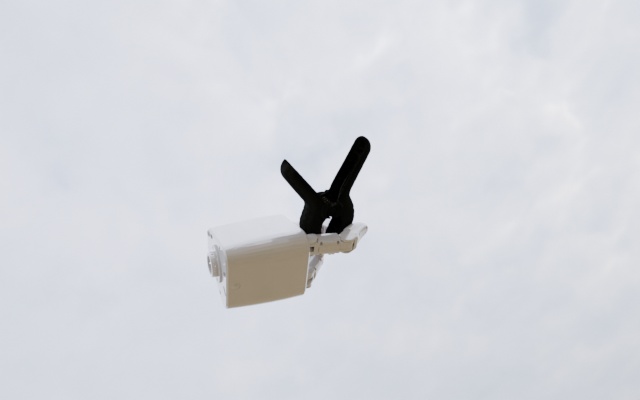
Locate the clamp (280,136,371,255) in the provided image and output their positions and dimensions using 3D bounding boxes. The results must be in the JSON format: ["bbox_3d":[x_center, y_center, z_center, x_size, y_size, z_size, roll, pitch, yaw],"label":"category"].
[{"bbox_3d":[0.000,0.002,0.609,0.120,0.172,0.039,-8,35,-23],"label":"clamp"}]
